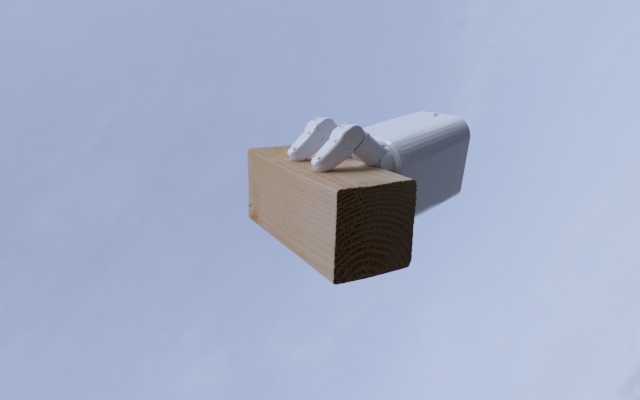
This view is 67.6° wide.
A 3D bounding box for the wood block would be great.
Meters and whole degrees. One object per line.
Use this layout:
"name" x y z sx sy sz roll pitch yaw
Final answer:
"wood block" 0.000 0.002 0.516 0.090 0.091 0.206 -8 19 -28
